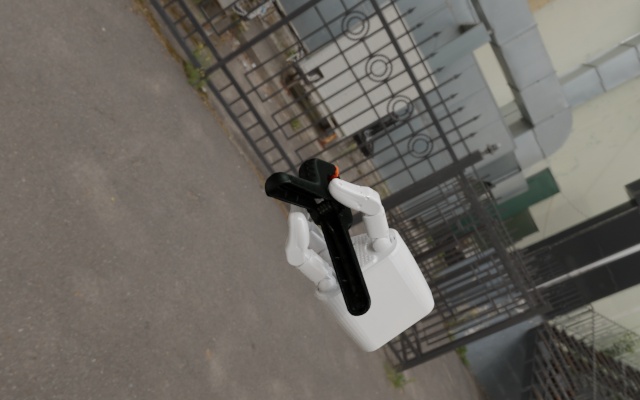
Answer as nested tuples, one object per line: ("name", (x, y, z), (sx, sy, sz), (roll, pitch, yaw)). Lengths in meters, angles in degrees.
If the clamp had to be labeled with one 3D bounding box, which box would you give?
("clamp", (0.001, 0.001, 0.516), (0.036, 0.165, 0.209), (-27, 27, 15))
